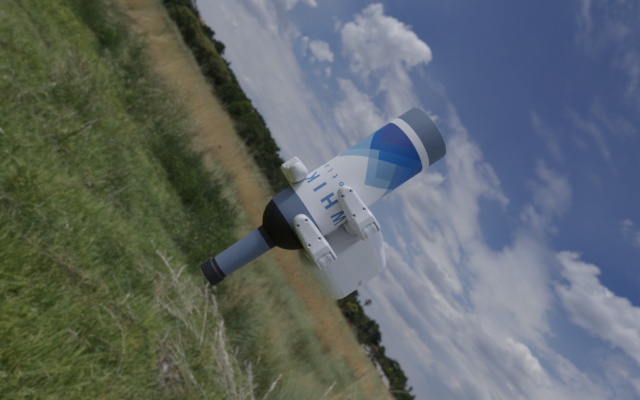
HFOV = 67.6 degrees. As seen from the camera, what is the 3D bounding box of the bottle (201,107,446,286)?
[{"bbox_3d":[0.000,0.002,0.532,0.295,0.069,0.069,-33,3,-5],"label":"bottle"}]
